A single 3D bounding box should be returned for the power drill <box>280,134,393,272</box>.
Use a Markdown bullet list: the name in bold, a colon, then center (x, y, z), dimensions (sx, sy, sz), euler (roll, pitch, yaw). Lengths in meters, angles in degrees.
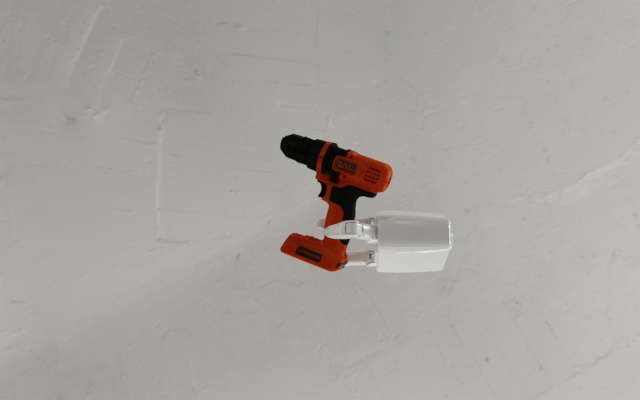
- **power drill**: center (0.000, 0.003, 0.743), dimensions (0.184, 0.188, 0.057), euler (21, 10, 17)
